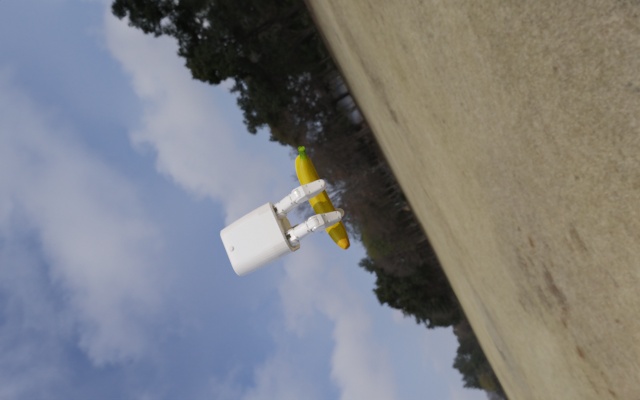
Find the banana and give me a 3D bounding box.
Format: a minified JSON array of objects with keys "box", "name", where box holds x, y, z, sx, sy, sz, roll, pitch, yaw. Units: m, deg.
[{"box":[-0.002,-0.002,0.860,0.037,0.198,0.069,-27,4,0],"name":"banana"}]
